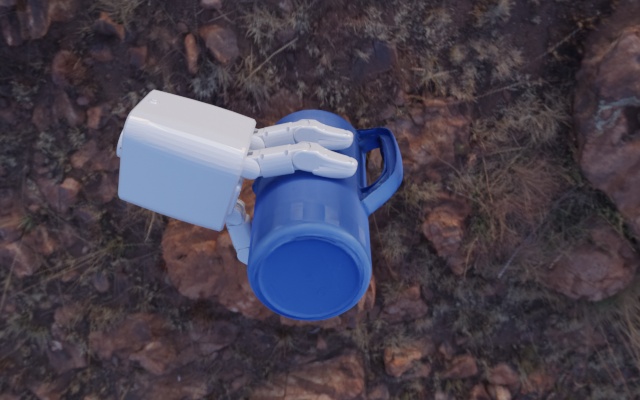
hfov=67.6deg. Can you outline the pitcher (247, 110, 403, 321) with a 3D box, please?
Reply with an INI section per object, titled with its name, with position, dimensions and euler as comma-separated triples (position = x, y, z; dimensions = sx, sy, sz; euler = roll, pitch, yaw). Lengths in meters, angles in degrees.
[pitcher]
position = 0.000, 0.002, 0.504
dimensions = 0.145, 0.149, 0.242
euler = 18, 29, -11
